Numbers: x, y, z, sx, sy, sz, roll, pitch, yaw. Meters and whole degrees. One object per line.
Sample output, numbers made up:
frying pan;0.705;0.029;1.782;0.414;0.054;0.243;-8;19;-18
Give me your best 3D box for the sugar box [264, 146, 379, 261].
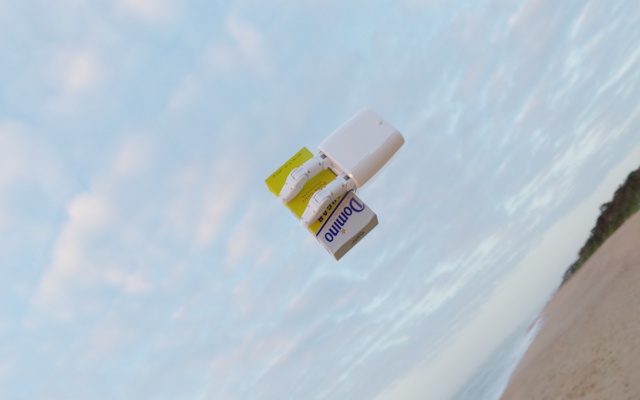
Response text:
sugar box;0.000;0.002;0.768;0.176;0.093;0.048;44;-9;26
